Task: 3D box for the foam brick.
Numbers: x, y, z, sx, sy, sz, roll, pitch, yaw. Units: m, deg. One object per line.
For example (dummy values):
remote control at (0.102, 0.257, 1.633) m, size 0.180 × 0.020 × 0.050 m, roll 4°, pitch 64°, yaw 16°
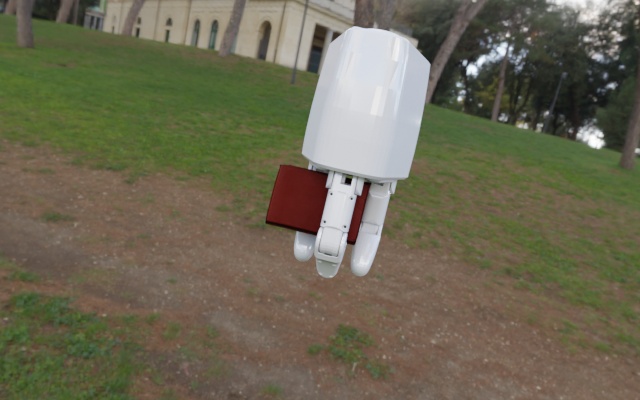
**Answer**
foam brick at (0.000, 0.001, 0.412) m, size 0.078 × 0.051 × 0.053 m, roll 13°, pitch 6°, yaw 6°
